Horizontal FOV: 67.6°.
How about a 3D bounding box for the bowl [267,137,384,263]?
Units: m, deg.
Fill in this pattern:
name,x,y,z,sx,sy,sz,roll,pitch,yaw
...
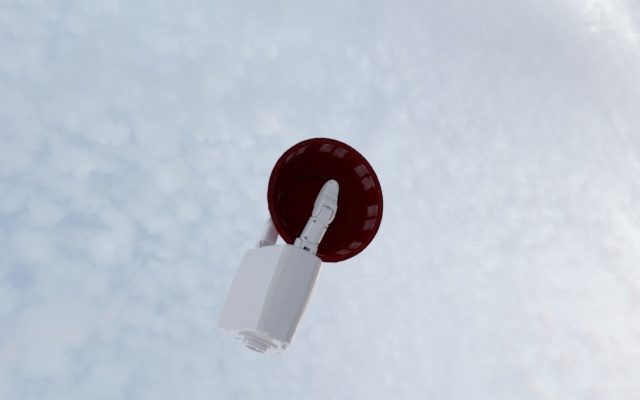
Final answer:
name,x,y,z,sx,sy,sz,roll,pitch,yaw
bowl,0.001,0.001,0.627,0.162,0.162,0.055,0,-9,-23
